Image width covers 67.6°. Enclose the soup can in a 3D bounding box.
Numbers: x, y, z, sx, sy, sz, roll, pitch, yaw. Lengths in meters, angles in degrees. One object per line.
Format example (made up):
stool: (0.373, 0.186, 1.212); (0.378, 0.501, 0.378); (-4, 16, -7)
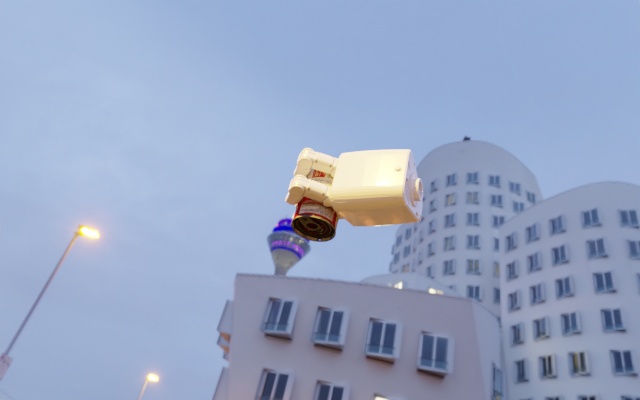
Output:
soup can: (0.000, 0.002, 0.729); (0.068, 0.102, 0.069); (10, -34, 7)
